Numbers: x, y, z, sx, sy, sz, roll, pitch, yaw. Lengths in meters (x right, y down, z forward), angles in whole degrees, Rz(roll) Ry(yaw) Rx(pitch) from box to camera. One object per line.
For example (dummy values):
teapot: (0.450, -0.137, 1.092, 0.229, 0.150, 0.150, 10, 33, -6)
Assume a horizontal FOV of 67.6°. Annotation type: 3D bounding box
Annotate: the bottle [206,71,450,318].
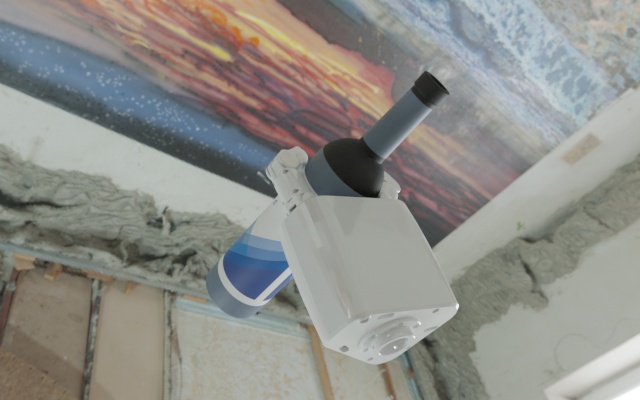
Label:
bottle: (0.000, 0.002, 0.441, 0.296, 0.069, 0.069, -46, -24, 26)
